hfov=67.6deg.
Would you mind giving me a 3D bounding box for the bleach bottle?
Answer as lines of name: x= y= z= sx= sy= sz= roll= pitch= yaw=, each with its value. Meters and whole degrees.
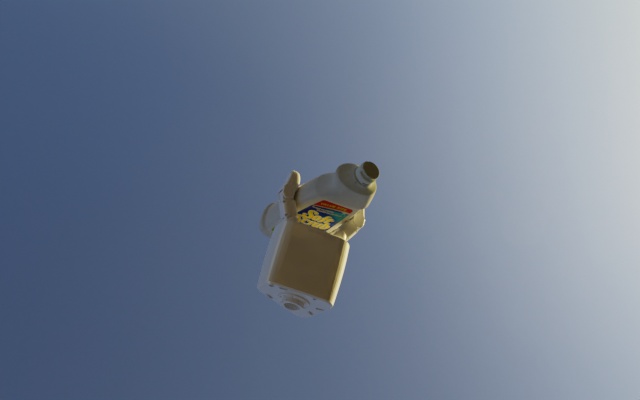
bleach bottle: x=0.000 y=0.003 z=0.763 sx=0.102 sy=0.068 sz=0.251 roll=30 pitch=-37 yaw=-18
